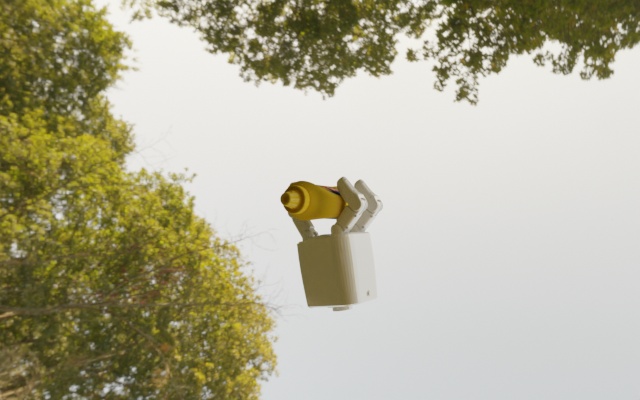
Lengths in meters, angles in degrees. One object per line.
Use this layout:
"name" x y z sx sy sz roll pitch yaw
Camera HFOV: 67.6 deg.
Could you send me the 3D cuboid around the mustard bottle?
"mustard bottle" 0.000 0.002 0.744 0.096 0.058 0.191 16 6 31
